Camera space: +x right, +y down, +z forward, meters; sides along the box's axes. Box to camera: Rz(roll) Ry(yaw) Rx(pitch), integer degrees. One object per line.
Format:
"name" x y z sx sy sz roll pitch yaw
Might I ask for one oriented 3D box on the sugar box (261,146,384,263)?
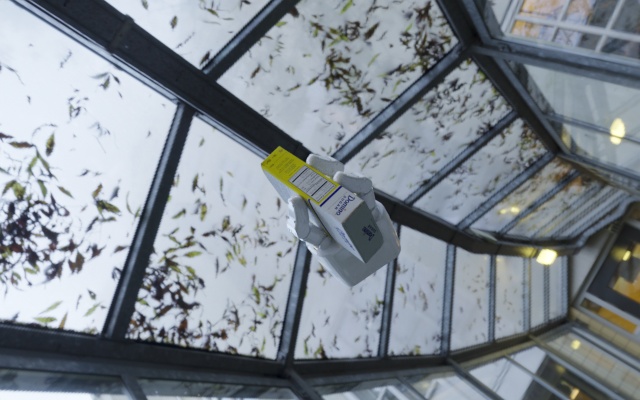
"sugar box" 0.000 0.002 0.622 0.176 0.048 0.093 32 -18 40
